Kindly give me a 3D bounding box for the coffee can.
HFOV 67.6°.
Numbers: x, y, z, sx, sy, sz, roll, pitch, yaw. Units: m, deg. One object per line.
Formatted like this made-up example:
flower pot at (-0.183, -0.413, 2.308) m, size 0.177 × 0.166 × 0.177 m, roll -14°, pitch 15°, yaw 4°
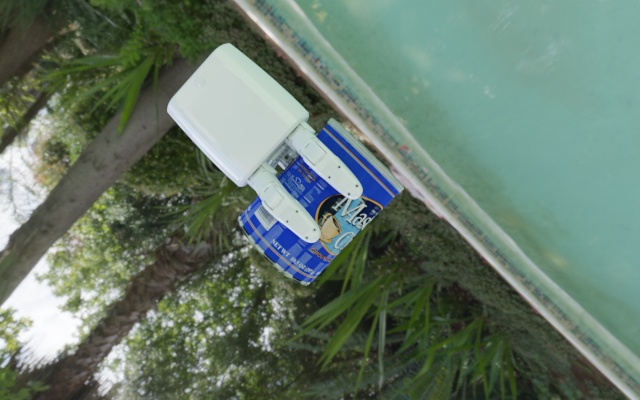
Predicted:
coffee can at (0.000, 0.002, 0.492) m, size 0.103 × 0.140 × 0.103 m, roll 43°, pitch 6°, yaw -5°
